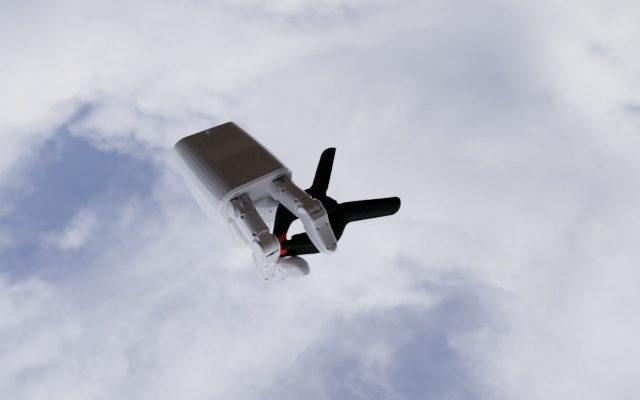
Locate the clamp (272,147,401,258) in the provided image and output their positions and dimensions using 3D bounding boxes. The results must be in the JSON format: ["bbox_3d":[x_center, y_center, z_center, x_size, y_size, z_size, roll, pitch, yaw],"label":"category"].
[{"bbox_3d":[0.000,0.002,0.558,0.171,0.039,0.120,-27,58,-33],"label":"clamp"}]
